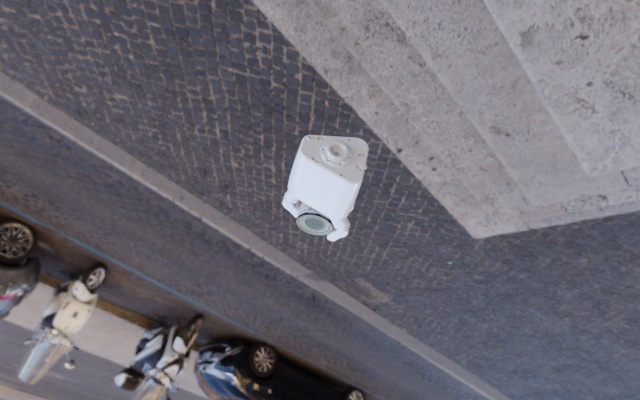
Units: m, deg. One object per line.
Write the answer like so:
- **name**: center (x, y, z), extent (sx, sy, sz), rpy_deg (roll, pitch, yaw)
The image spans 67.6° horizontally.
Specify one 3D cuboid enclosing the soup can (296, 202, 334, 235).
- **soup can**: center (0.000, 0.003, 0.858), extent (0.068, 0.102, 0.069), rpy_deg (10, -34, 7)
